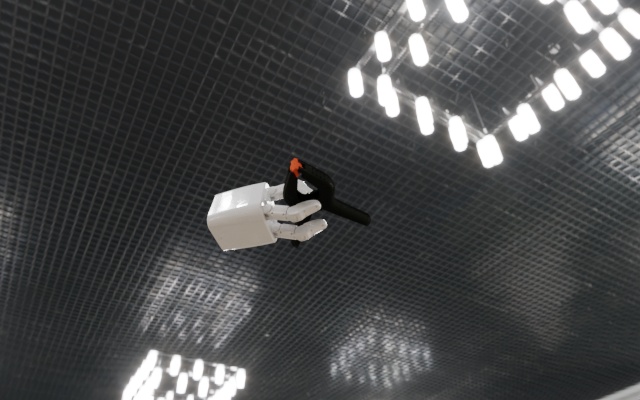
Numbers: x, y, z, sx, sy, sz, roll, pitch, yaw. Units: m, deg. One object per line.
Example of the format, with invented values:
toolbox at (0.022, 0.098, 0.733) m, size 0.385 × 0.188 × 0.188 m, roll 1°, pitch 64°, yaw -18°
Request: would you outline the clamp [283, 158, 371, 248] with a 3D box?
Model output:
clamp at (0.000, 0.002, 0.876) m, size 0.164 × 0.036 × 0.210 m, roll -14°, pitch -45°, yaw 4°
